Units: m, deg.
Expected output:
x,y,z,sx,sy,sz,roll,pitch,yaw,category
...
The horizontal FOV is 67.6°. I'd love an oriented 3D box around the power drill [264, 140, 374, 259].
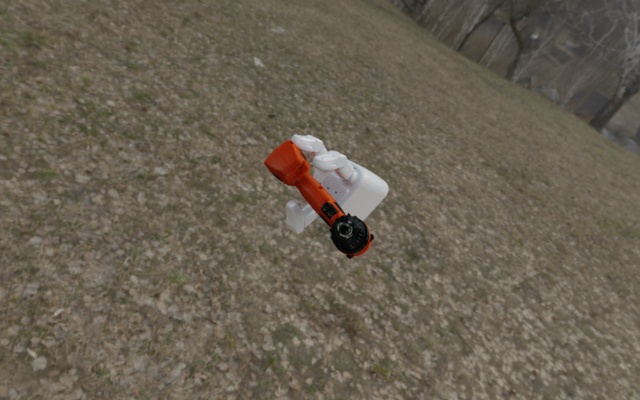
x,y,z,sx,sy,sz,roll,pitch,yaw,category
0.000,0.002,0.685,0.057,0.187,0.184,-39,-14,-1,power drill
